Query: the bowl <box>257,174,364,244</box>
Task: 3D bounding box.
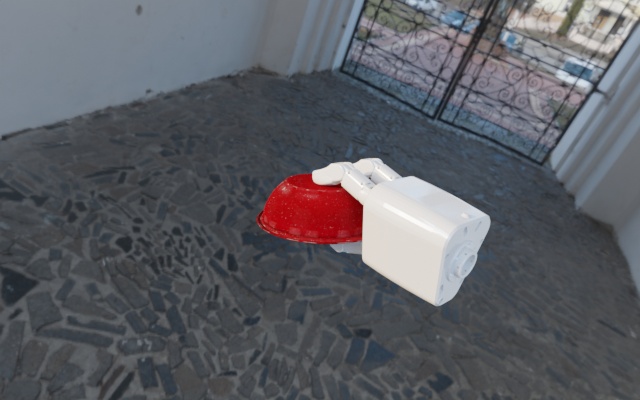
[{"bbox_3d":[-0.001,0.001,0.611,0.162,0.055,0.162,3,16,-1],"label":"bowl"}]
